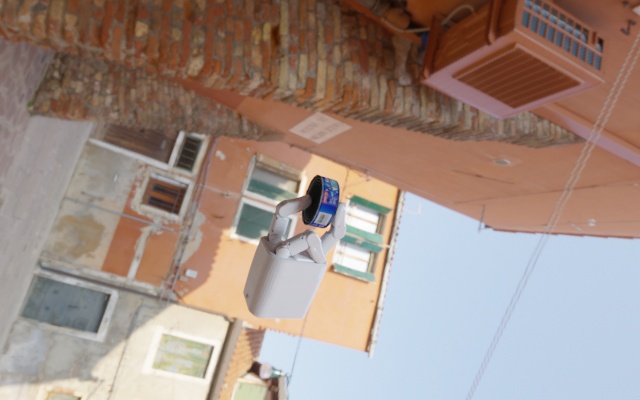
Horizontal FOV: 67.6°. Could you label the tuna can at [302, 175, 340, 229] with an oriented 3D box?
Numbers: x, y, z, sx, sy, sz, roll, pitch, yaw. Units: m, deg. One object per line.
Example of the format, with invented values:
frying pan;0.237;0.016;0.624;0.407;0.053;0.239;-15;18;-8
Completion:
tuna can;0.001;0.003;0.789;0.034;0.086;0.086;15;-5;-19
